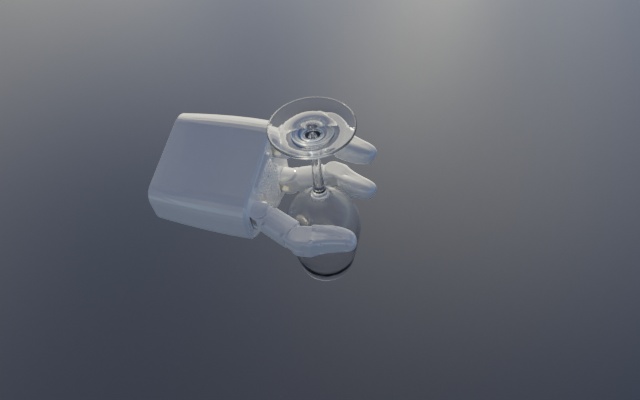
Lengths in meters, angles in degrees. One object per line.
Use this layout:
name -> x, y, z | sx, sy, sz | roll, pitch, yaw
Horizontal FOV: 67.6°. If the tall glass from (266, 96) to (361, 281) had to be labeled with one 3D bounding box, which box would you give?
tall glass -> 0.000, 0.001, 0.465 | 0.079, 0.079, 0.201 | 0, -39, 6
